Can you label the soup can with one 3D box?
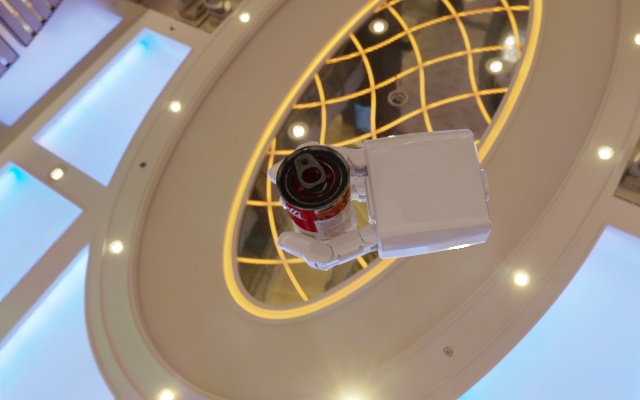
[{"bbox_3d":[0.000,0.002,0.473,0.068,0.068,0.102,0,-28,9],"label":"soup can"}]
